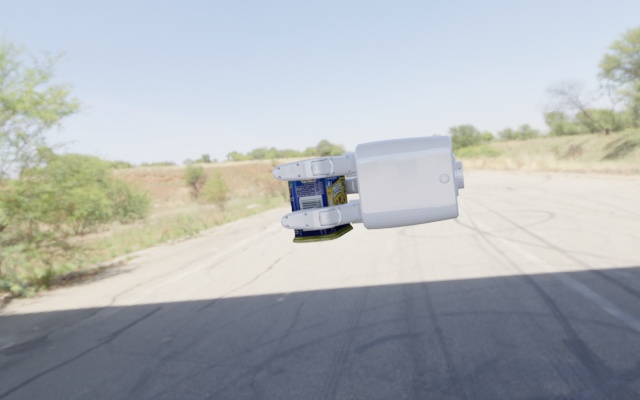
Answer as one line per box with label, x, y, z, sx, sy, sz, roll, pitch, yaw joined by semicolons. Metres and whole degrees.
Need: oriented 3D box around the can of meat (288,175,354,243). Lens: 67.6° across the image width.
can of meat;0.000;0.002;0.585;0.057;0.084;0.102;-6;4;19
